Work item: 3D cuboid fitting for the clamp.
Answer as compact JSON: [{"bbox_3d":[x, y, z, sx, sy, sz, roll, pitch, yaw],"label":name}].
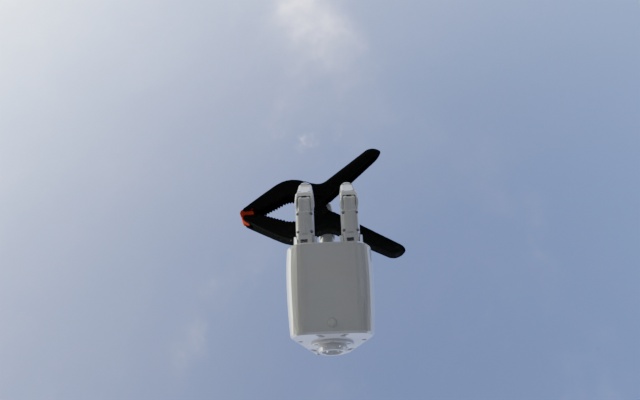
[{"bbox_3d":[0.000,0.003,0.639,0.210,0.164,0.036,-1,-30,-1],"label":"clamp"}]
